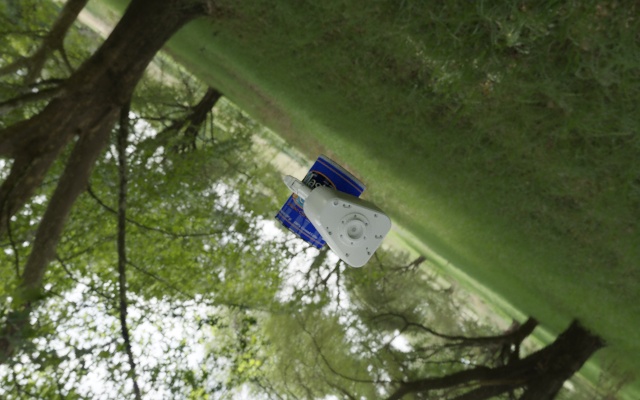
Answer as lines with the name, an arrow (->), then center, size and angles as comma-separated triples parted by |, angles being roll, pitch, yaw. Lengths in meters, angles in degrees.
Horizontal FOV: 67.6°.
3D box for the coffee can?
coffee can -> 0.000, 0.003, 0.854 | 0.103, 0.140, 0.103 | 36, 1, -1
